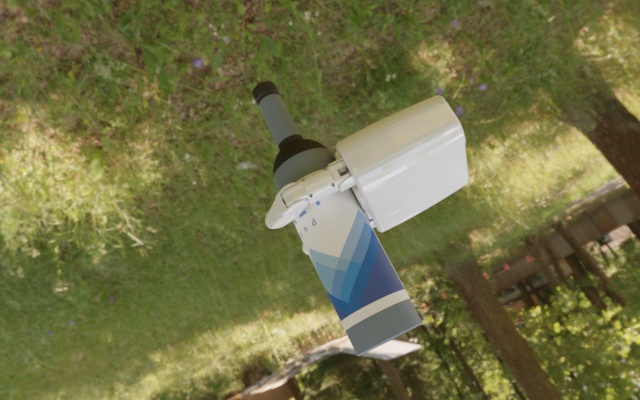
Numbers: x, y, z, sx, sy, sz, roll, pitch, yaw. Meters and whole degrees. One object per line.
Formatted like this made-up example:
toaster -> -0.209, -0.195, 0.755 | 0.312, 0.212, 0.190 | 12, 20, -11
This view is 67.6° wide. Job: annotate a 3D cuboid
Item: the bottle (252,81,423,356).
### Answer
bottle -> 0.000, 0.002, 0.477 | 0.069, 0.295, 0.069 | -24, -19, -9
